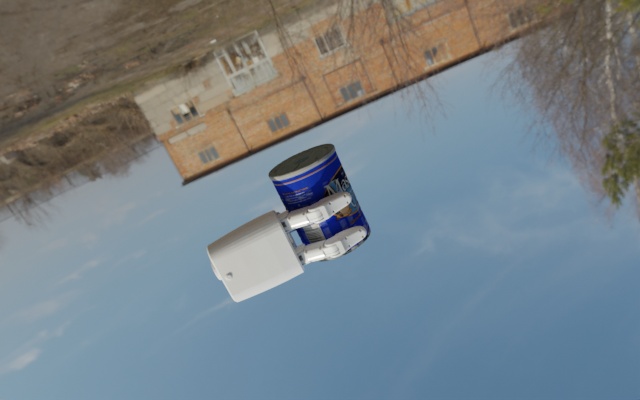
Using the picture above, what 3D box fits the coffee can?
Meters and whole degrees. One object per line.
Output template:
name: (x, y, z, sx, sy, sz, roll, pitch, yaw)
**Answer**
coffee can: (0.000, 0.002, 0.696, 0.103, 0.140, 0.102, -23, 18, 8)
